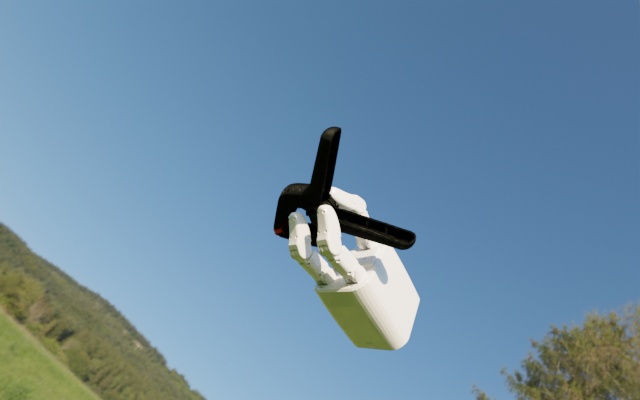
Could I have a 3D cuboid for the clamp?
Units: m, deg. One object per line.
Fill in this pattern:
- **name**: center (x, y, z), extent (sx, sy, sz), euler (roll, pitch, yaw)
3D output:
- **clamp**: center (0.000, 0.002, 0.596), extent (0.210, 0.164, 0.036), euler (-14, 22, 47)
